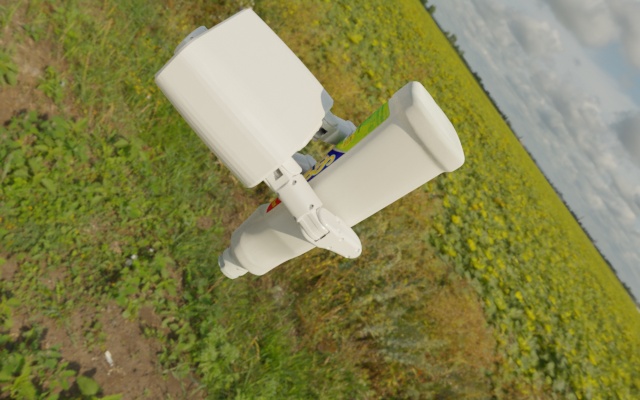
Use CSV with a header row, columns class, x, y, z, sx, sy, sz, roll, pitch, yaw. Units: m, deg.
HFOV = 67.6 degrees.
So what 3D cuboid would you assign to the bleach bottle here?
class,x,y,z,sx,sy,sz,roll,pitch,yaw
bleach bottle,0.000,0.001,0.424,0.251,0.068,0.102,-36,14,23
